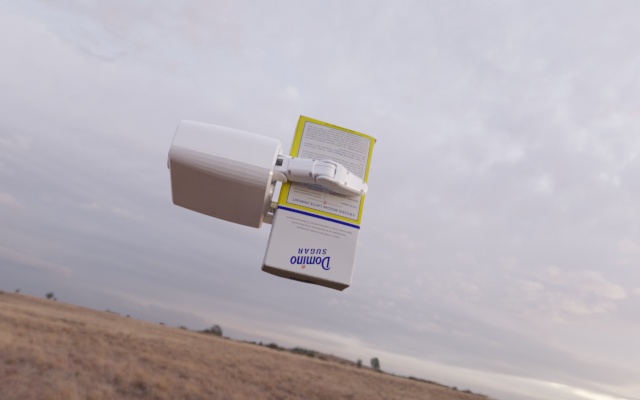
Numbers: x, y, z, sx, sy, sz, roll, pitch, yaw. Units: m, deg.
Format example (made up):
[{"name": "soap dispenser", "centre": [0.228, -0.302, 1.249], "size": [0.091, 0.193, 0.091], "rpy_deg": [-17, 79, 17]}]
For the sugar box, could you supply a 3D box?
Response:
[{"name": "sugar box", "centre": [0.000, 0.002, 0.522], "size": [0.093, 0.176, 0.048], "rpy_deg": [15, -19, -7]}]
